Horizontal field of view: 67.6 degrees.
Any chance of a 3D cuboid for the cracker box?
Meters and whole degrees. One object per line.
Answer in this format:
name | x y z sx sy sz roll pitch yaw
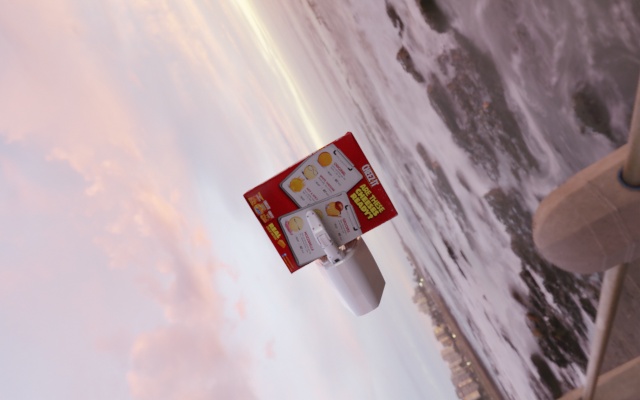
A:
cracker box | 0.000 0.003 0.833 0.214 0.164 0.072 -30 9 6
